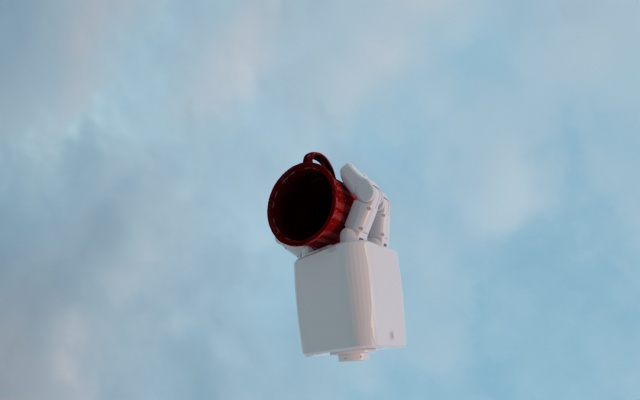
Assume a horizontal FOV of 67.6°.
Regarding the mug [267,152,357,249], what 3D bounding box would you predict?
[{"bbox_3d":[0.000,0.000,0.543,0.093,0.117,0.081,-17,-24,31],"label":"mug"}]
